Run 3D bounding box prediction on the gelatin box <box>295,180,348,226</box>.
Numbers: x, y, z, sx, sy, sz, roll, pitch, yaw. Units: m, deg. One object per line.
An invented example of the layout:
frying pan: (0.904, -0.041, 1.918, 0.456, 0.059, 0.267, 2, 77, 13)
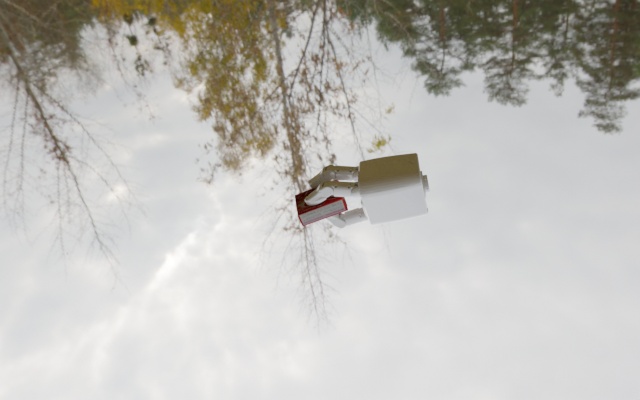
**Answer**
gelatin box: (0.000, 0.003, 0.869, 0.089, 0.030, 0.073, -21, 31, 4)
